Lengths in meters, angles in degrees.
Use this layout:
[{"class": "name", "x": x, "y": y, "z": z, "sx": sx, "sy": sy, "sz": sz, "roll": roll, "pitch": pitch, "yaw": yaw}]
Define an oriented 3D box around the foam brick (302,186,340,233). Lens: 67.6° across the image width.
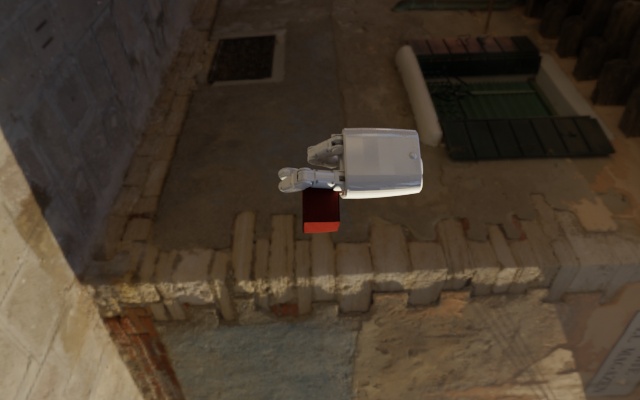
[{"class": "foam brick", "x": 0.000, "y": 0.003, "z": 0.678, "sx": 0.051, "sy": 0.078, "sz": 0.053, "roll": 0, "pitch": -18, "yaw": -4}]
